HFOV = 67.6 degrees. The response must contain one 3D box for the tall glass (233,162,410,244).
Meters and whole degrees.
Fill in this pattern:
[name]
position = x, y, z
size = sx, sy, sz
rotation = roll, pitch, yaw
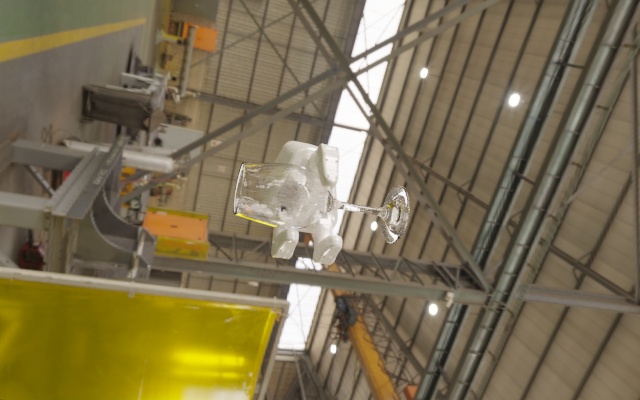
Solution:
[tall glass]
position = 0.001, 0.002, 0.574
size = 0.201, 0.079, 0.079
rotation = 10, -3, -17
